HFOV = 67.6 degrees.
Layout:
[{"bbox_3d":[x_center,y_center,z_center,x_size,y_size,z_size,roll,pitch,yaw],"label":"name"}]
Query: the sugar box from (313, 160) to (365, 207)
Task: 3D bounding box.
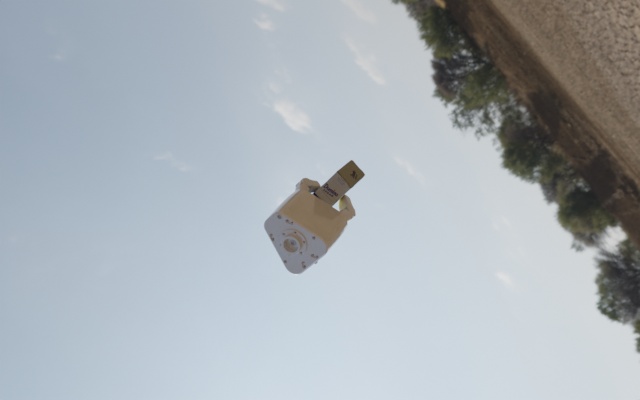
[{"bbox_3d":[0.000,0.003,0.899,0.176,0.048,0.093,-40,1,28],"label":"sugar box"}]
